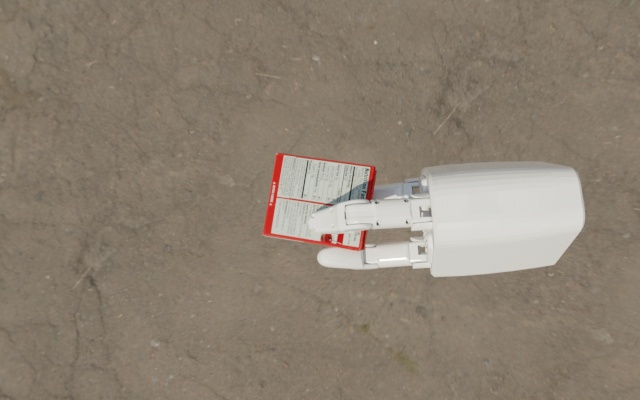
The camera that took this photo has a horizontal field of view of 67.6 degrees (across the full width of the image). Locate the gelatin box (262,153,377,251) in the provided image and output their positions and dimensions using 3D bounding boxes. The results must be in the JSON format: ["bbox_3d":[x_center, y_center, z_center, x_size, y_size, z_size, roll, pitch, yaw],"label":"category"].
[{"bbox_3d":[0.000,0.001,0.416,0.089,0.073,0.030,8,-3,8],"label":"gelatin box"}]
